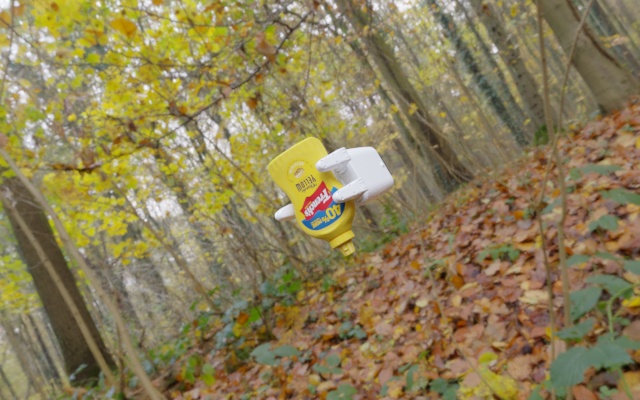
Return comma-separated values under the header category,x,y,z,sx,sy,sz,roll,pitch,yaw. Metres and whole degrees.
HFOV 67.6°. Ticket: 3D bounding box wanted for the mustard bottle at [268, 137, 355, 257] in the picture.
category,x,y,z,sx,sy,sz,roll,pitch,yaw
mustard bottle,0.000,0.002,0.762,0.096,0.191,0.058,-31,-7,12
